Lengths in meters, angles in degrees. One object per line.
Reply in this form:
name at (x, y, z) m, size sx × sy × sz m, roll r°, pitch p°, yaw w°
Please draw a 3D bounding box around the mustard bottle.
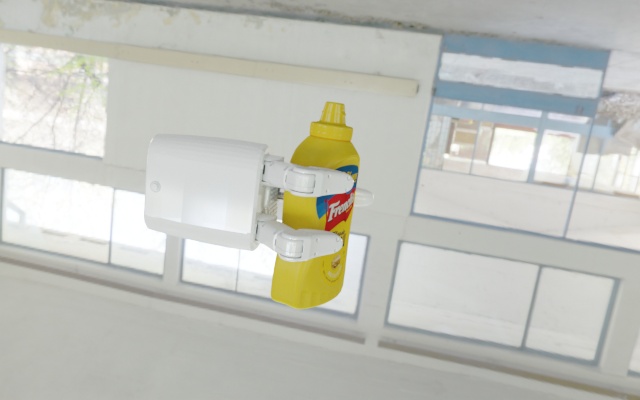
mustard bottle at (0.000, 0.002, 0.464) m, size 0.058 × 0.192 × 0.096 m, roll 14°, pitch 13°, yaw 30°
